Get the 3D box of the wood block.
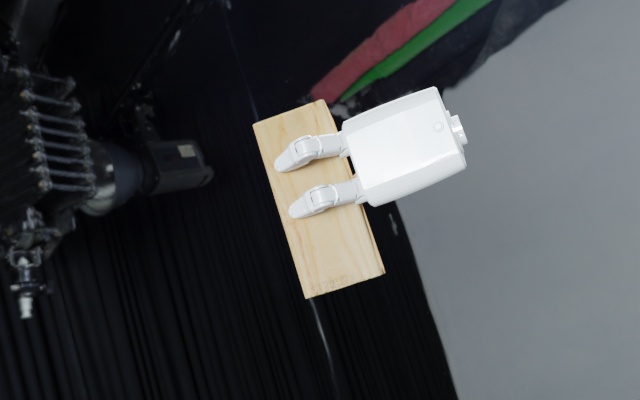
[{"bbox_3d":[0.000,0.002,0.566,0.090,0.206,0.091,-19,-11,7],"label":"wood block"}]
